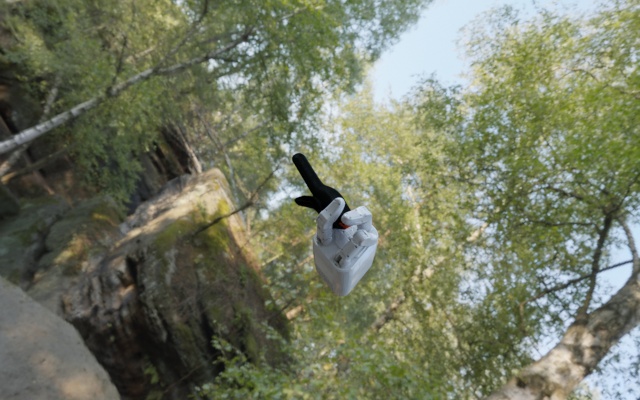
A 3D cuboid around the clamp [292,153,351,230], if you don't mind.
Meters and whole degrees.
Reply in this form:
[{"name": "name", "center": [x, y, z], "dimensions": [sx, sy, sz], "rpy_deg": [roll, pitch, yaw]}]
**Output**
[{"name": "clamp", "center": [0.001, 0.003, 0.872], "dimensions": [0.039, 0.171, 0.120], "rpy_deg": [-29, -32, -20]}]
